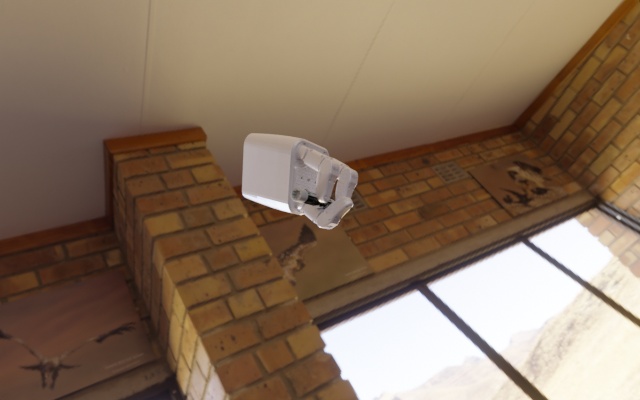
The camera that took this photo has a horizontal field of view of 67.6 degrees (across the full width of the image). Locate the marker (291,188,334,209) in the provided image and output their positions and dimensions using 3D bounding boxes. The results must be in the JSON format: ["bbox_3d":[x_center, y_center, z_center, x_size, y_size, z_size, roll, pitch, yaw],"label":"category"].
[{"bbox_3d":[0.000,0.002,0.688,0.020,0.020,0.121,0,-10,33],"label":"marker"}]
